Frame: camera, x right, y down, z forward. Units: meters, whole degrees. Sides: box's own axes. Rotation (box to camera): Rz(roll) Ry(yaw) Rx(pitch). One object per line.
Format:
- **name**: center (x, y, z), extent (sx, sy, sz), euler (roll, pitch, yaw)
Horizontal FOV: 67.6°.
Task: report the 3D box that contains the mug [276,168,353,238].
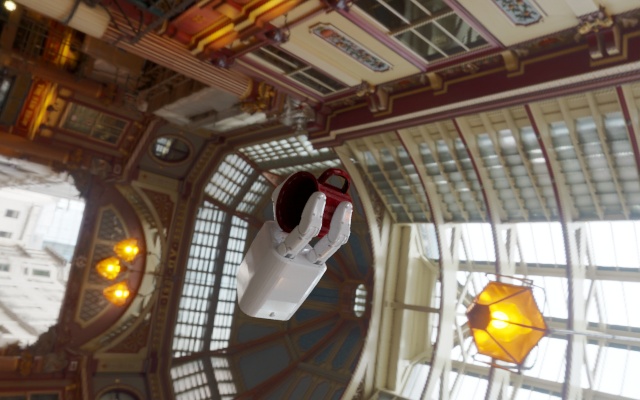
- **mug**: center (0.001, 0.001, 0.706), extent (0.081, 0.117, 0.093), euler (19, 23, -41)
